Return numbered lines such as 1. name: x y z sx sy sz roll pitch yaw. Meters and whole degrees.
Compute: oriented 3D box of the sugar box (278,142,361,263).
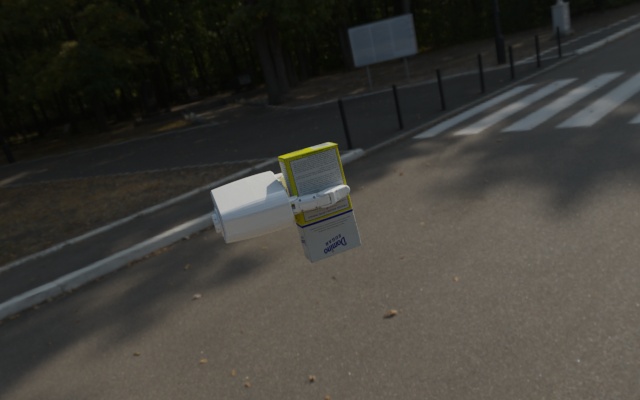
1. sugar box: 0.000 0.002 0.774 0.093 0.176 0.048 -17 16 -15
